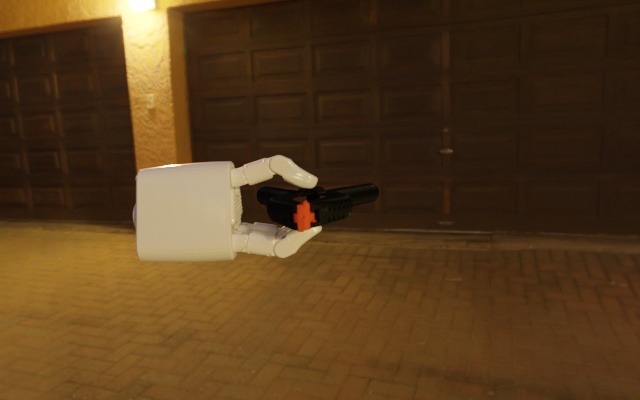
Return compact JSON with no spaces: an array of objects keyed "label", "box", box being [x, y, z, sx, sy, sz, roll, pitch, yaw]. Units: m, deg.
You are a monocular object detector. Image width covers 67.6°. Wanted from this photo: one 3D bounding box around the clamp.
[{"label":"clamp","box":[0.000,0.001,0.562,0.164,0.036,0.210,-3,7,-3]}]
